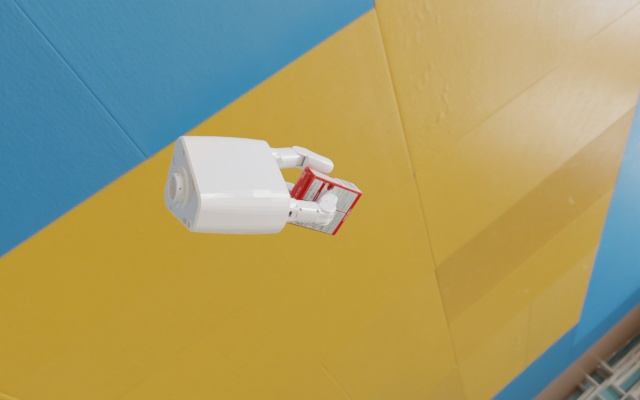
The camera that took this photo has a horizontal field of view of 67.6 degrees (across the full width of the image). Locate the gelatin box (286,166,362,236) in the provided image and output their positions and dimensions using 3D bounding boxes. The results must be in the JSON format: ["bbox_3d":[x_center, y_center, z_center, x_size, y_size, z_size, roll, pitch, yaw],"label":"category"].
[{"bbox_3d":[0.001,0.002,0.630,0.089,0.073,0.030,18,22,-38],"label":"gelatin box"}]
